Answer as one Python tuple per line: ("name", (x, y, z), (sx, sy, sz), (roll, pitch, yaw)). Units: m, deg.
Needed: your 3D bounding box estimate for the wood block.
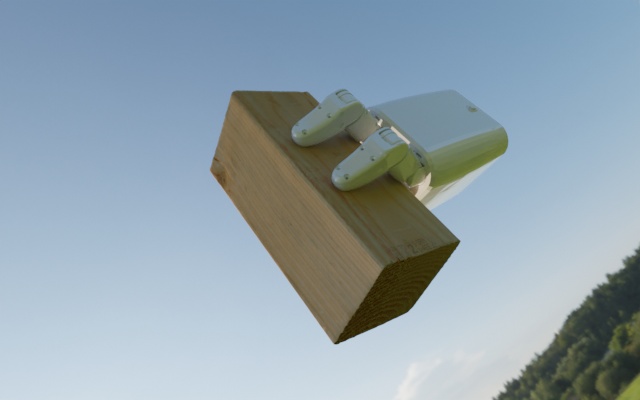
("wood block", (0.000, 0.001, 0.403), (0.090, 0.091, 0.206), (-11, 48, -40))
